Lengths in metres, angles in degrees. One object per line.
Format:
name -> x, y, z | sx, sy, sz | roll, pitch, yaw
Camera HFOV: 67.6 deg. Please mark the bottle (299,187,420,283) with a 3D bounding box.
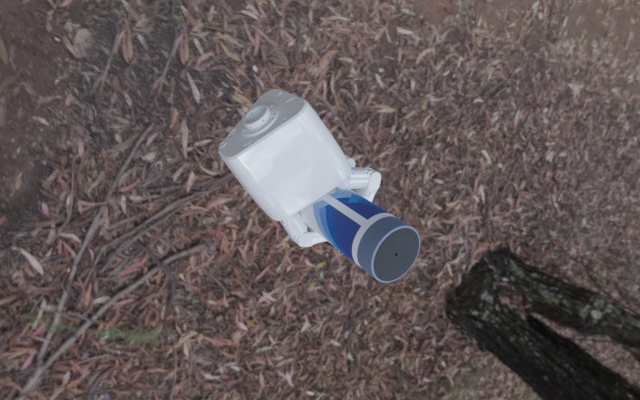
bottle -> 0.000, 0.002, 0.605 | 0.069, 0.069, 0.295 | 0, 22, -35
